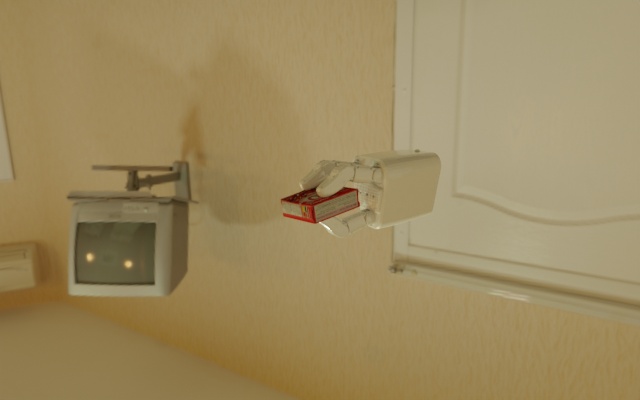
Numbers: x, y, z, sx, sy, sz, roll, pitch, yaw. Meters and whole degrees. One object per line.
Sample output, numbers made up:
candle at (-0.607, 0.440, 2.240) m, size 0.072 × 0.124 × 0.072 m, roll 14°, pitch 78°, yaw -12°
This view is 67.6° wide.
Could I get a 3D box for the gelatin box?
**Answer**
gelatin box at (0.000, 0.003, 0.682) m, size 0.089 × 0.030 × 0.073 m, roll -21°, pitch 20°, yaw -37°
